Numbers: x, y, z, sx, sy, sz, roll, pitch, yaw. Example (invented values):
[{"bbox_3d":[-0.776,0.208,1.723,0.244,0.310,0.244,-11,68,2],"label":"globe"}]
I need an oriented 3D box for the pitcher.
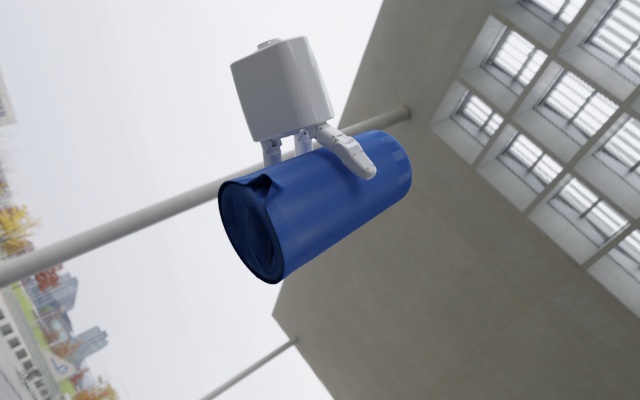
[{"bbox_3d":[0.000,0.002,0.621,0.243,0.145,0.149,-27,12,-33],"label":"pitcher"}]
